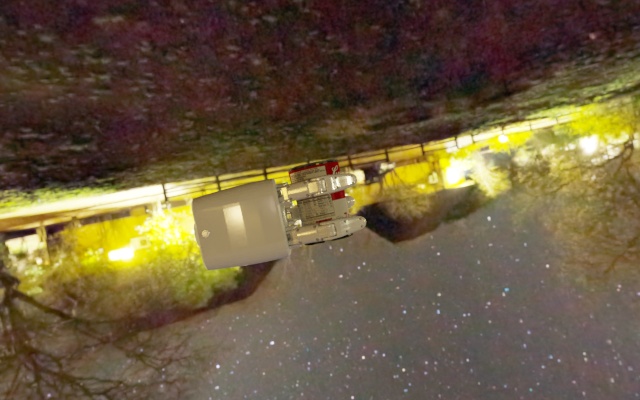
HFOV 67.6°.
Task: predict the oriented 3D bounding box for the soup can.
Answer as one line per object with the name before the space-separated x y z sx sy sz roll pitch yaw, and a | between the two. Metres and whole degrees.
soup can | 0.001 0.002 0.625 0.068 0.102 0.068 -12 0 0
